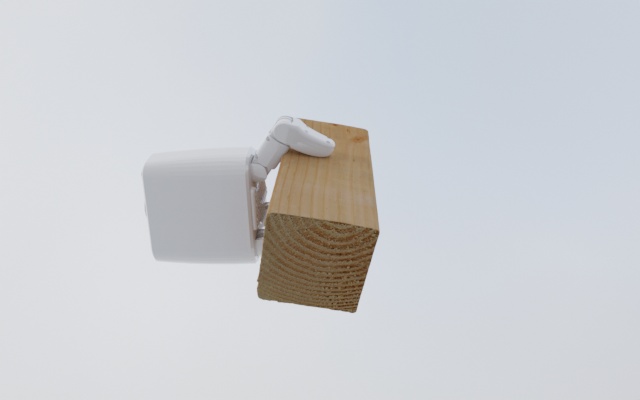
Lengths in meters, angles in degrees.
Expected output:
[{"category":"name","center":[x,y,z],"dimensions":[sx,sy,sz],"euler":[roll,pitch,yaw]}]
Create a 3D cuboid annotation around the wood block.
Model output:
[{"category":"wood block","center":[0.000,0.001,0.473],"dimensions":[0.090,0.091,0.206],"euler":[9,31,-3]}]
